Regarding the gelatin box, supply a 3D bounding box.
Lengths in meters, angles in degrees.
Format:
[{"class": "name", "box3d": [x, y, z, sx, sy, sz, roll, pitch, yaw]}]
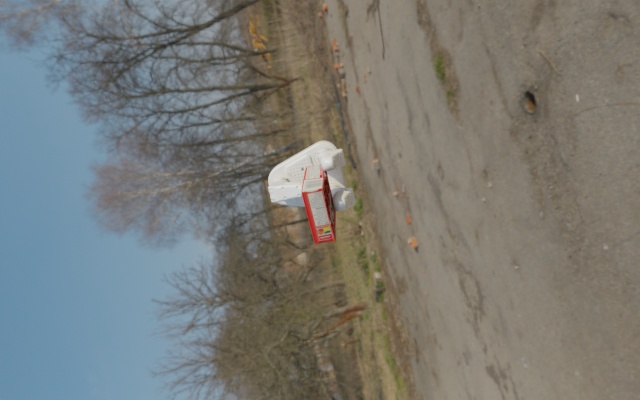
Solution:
[{"class": "gelatin box", "box3d": [0.000, 0.002, 0.612, 0.030, 0.073, 0.089, -10, 23, 7]}]
